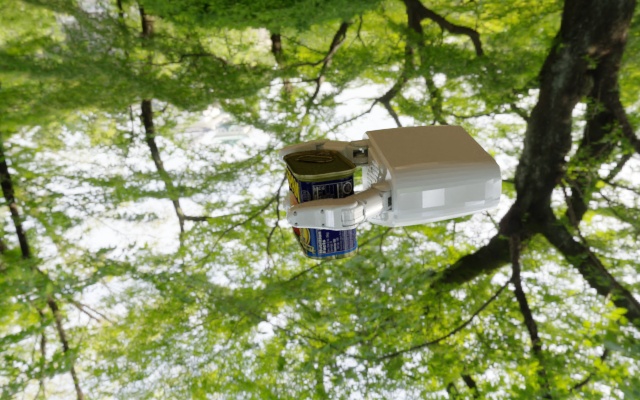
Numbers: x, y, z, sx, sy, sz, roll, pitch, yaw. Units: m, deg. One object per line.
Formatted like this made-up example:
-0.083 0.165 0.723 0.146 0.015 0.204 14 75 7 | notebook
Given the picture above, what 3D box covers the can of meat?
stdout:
0.000 0.002 0.465 0.057 0.084 0.102 -8 18 -11 | can of meat
